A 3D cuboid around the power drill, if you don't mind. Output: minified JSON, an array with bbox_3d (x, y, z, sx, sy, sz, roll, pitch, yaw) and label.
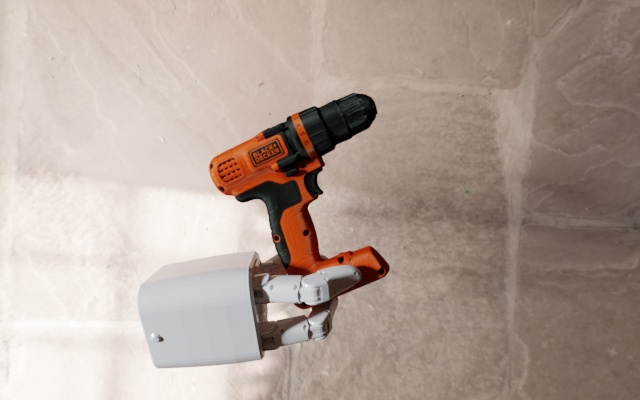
[{"bbox_3d":[0.000,0.002,0.493,0.184,0.187,0.057,-24,-1,7],"label":"power drill"}]
